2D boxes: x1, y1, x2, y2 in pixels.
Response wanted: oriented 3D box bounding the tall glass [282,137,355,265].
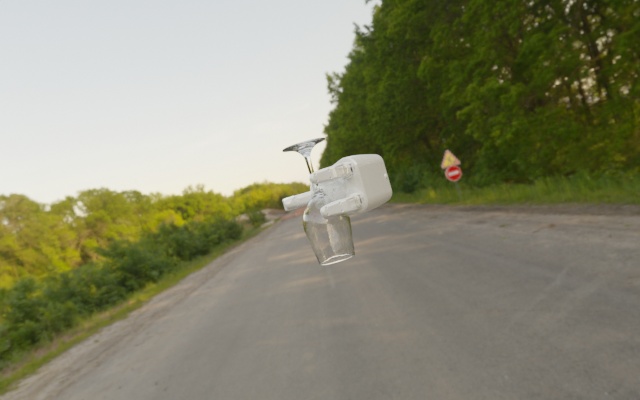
[{"bbox_3d":[0.000,0.002,0.792,0.079,0.201,0.079,-16,1,0],"label":"tall glass"}]
